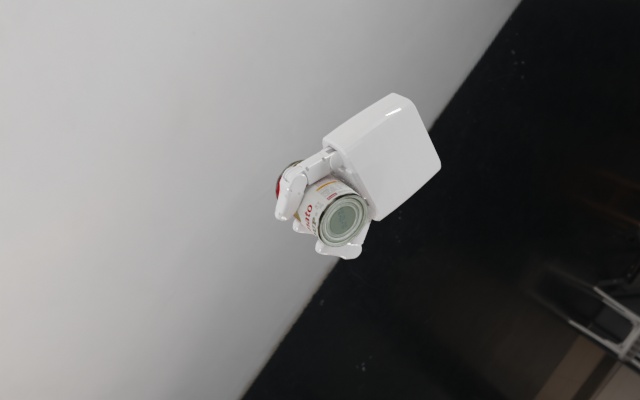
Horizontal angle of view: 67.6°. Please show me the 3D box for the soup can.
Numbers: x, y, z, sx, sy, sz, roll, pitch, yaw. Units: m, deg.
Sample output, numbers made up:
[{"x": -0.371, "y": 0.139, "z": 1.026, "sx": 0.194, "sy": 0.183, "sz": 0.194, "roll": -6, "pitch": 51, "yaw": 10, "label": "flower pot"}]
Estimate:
[{"x": 0.000, "y": 0.002, "z": 0.559, "sx": 0.068, "sy": 0.068, "sz": 0.102, "roll": 0, "pitch": 25, "yaw": -36, "label": "soup can"}]
